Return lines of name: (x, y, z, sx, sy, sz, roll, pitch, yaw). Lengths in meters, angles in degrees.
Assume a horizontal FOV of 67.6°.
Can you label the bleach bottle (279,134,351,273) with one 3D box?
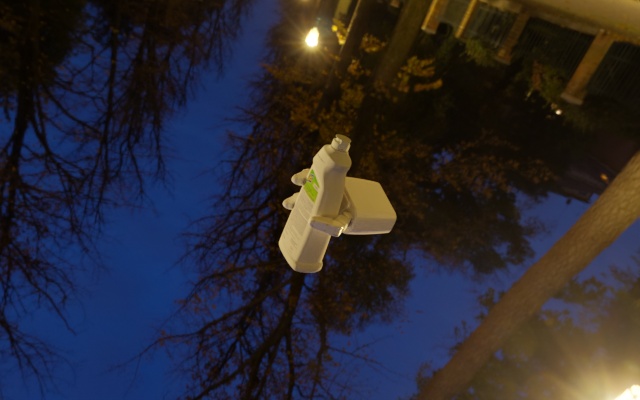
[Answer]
bleach bottle: (0.000, 0.003, 0.865, 0.068, 0.251, 0.102, 4, 30, -34)
